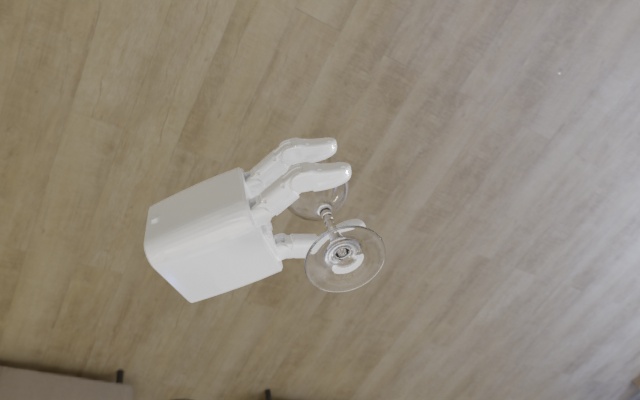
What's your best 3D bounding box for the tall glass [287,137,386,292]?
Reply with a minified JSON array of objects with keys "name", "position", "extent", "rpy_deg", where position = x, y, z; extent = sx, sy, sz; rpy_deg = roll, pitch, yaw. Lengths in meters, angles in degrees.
[{"name":"tall glass","position":[0.000,0.002,0.502],"extent":[0.079,0.079,0.201],"rpy_deg":[0,31,-15]}]
